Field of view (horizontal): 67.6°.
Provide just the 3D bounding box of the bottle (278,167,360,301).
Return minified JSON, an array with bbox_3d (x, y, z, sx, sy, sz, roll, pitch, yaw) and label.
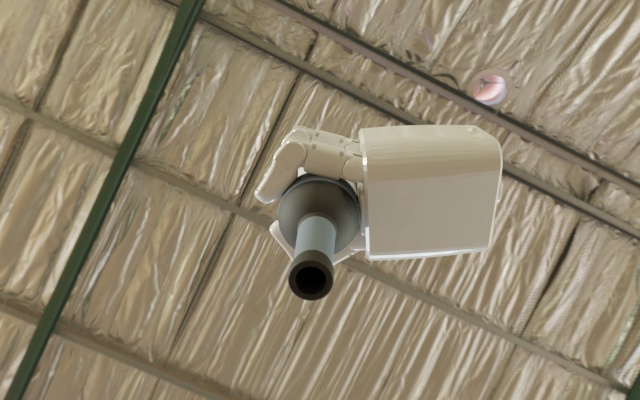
[{"bbox_3d":[0.000,0.001,0.419,0.069,0.069,0.295,0,18,2],"label":"bottle"}]
